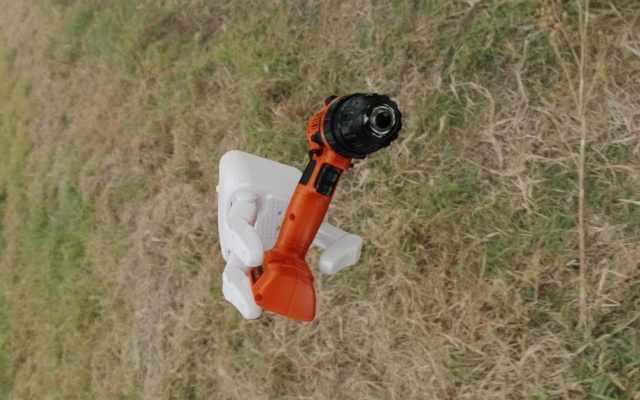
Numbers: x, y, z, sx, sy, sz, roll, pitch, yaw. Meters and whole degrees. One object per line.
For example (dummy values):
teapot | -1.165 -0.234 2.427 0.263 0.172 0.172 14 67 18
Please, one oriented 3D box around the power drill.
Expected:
power drill | 0.000 0.002 0.405 0.057 0.187 0.184 23 1 -10
